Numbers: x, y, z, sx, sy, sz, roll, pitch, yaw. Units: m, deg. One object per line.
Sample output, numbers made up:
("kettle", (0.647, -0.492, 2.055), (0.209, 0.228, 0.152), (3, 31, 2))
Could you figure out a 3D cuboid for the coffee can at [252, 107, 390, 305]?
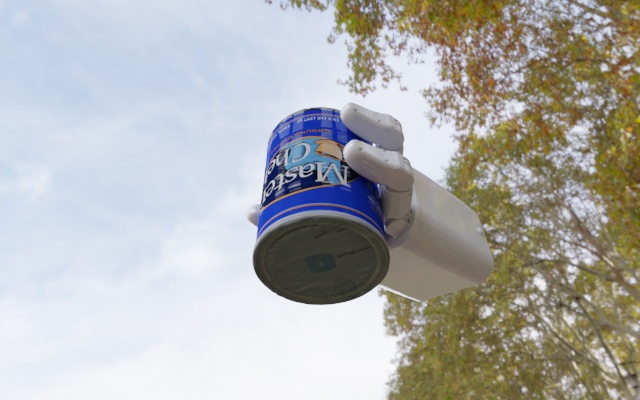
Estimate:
("coffee can", (0.000, 0.001, 0.406), (0.103, 0.103, 0.140), (0, 43, 0))
